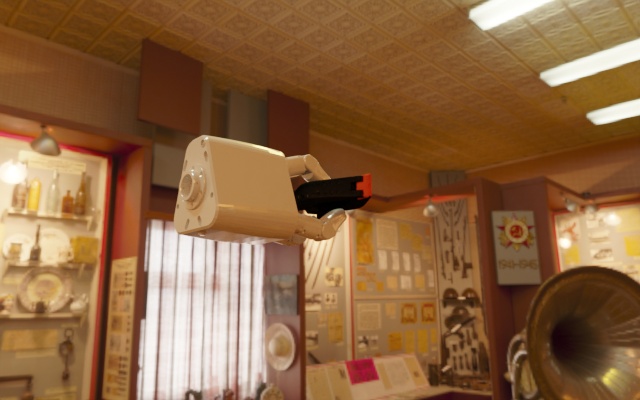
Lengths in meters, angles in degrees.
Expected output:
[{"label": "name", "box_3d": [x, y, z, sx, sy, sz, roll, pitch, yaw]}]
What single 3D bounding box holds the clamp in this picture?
[{"label": "clamp", "box_3d": [0.000, 0.001, 0.641, 0.164, 0.036, 0.210, 10, -16, -43]}]
